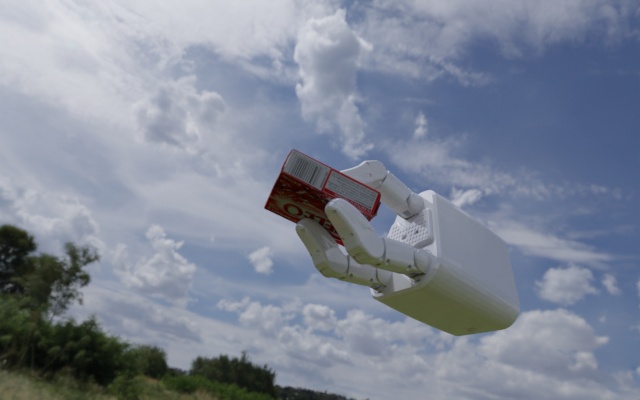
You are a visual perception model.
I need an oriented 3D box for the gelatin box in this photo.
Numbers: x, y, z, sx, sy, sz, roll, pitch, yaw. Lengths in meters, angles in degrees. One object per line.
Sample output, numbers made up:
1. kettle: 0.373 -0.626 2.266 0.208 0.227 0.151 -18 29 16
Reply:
1. gelatin box: 0.000 0.001 0.430 0.089 0.030 0.073 27 -31 -5
